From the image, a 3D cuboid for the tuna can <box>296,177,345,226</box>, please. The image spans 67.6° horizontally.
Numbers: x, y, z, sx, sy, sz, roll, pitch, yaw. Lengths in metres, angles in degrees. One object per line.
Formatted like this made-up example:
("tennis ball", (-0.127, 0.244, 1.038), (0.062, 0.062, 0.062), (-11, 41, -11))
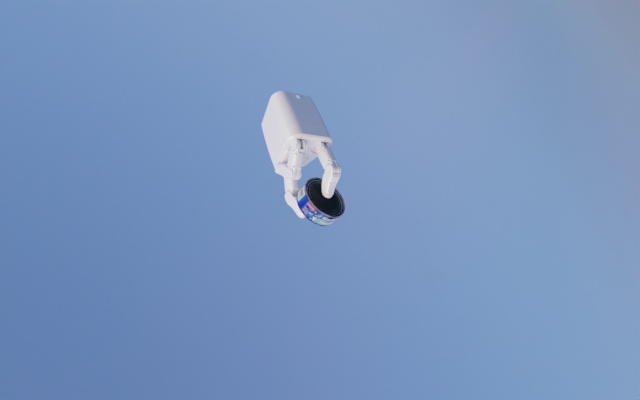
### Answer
("tuna can", (0.000, 0.003, 0.851), (0.086, 0.086, 0.034), (0, -35, -45))
